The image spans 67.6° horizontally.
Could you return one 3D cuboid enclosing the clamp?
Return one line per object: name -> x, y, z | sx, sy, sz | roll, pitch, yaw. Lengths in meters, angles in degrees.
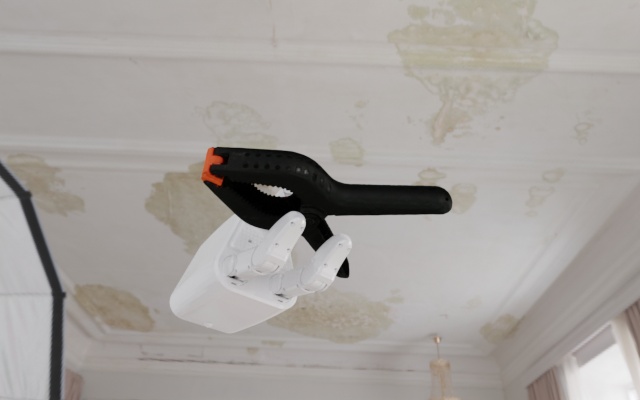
clamp -> 0.000, 0.001, 0.426 | 0.210, 0.036, 0.165 | 28, -46, -30
